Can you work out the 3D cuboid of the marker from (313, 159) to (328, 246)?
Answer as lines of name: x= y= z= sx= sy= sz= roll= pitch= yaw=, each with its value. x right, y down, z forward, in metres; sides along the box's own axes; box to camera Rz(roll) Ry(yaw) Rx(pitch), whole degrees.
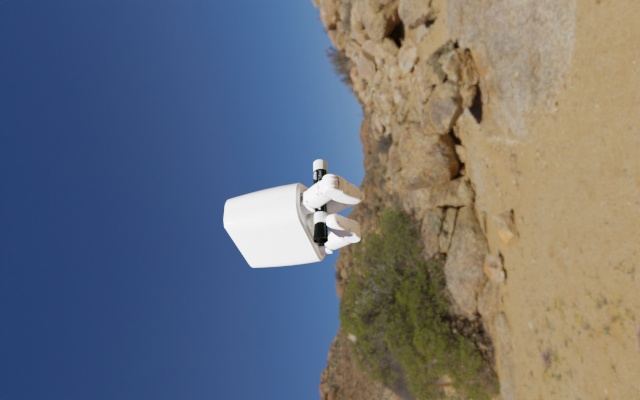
marker: x=0.000 y=0.002 z=0.607 sx=0.020 sy=0.121 sz=0.020 roll=0 pitch=-30 yaw=0
